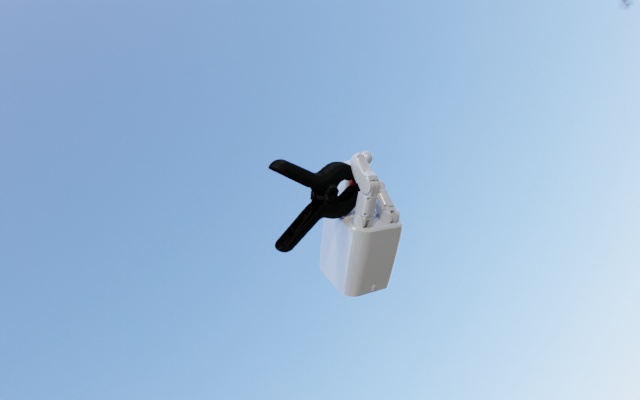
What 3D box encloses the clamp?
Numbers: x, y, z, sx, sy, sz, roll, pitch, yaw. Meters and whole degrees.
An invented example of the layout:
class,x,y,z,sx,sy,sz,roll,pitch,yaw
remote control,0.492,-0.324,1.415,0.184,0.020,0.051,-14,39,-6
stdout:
class,x,y,z,sx,sy,sz,roll,pitch,yaw
clamp,0.000,0.002,0.641,0.171,0.120,0.039,-6,22,-40
